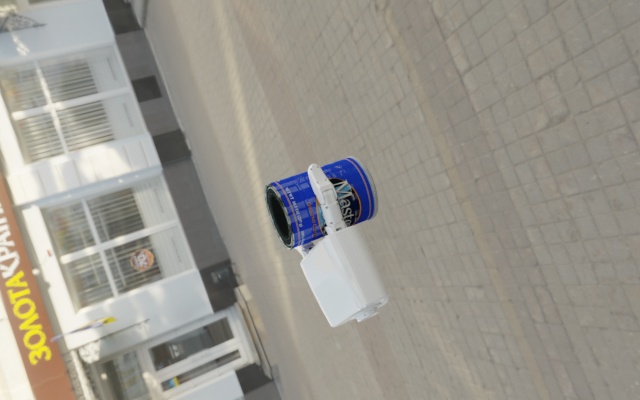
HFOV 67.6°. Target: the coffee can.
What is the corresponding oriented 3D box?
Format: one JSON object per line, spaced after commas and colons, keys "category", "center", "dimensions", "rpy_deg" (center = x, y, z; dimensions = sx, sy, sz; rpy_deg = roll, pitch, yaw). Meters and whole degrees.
{"category": "coffee can", "center": [0.000, 0.002, 0.713], "dimensions": [0.140, 0.103, 0.103], "rpy_deg": [-19, 6, -19]}
